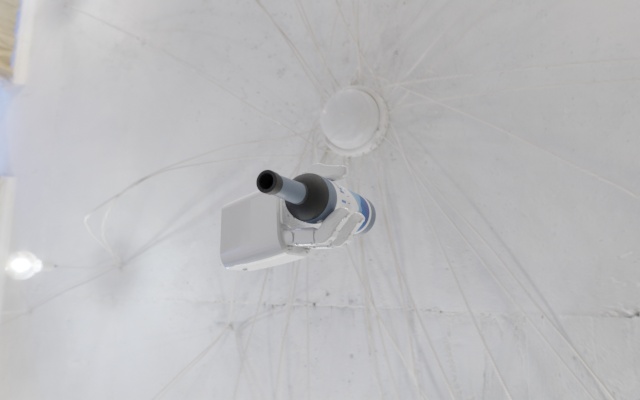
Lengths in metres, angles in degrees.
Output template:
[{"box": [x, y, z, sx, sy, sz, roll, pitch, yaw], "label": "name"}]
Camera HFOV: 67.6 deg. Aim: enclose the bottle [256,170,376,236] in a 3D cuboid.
[{"box": [0.000, 0.002, 0.673, 0.069, 0.069, 0.296, 0, -9, 25], "label": "bottle"}]
